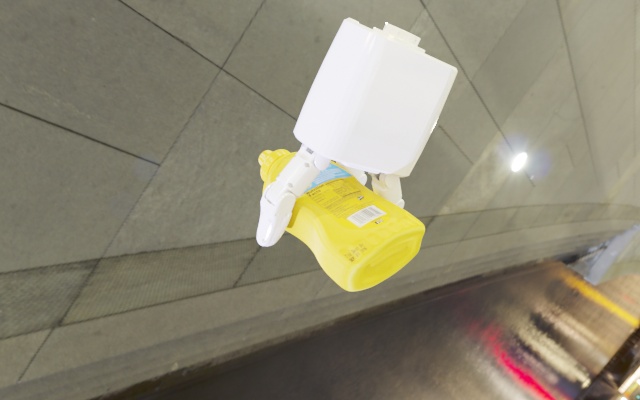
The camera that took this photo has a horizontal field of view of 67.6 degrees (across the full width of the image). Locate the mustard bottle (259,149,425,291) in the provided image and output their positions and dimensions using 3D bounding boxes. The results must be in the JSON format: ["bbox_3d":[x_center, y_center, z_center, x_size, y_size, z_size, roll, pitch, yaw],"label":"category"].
[{"bbox_3d":[0.000,0.002,0.464,0.096,0.058,0.191,-25,48,-32],"label":"mustard bottle"}]
